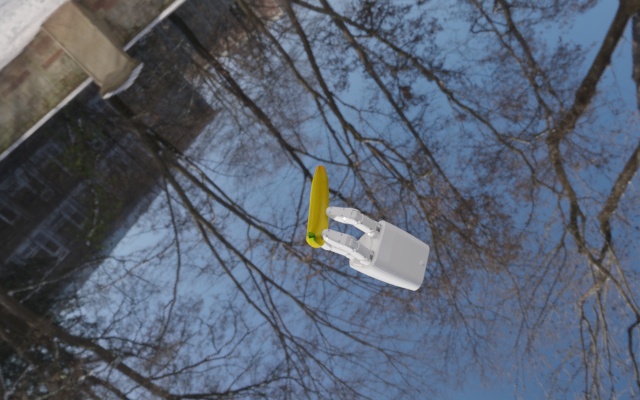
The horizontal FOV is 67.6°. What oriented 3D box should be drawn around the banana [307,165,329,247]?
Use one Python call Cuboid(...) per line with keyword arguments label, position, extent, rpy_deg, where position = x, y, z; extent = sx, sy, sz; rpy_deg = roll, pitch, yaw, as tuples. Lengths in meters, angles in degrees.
Cuboid(label="banana", position=(-0.002, 0.019, 0.862), extent=(0.037, 0.070, 0.197), rpy_deg=(7, 41, -2))
